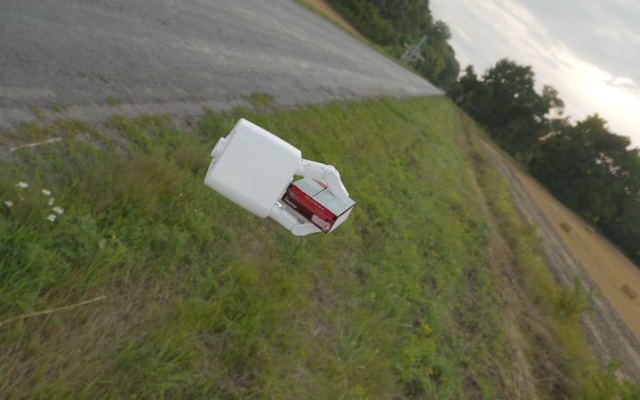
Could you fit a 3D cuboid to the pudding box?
[{"bbox_3d":[0.000,0.002,0.754,0.090,0.039,0.113,37,22,9],"label":"pudding box"}]
